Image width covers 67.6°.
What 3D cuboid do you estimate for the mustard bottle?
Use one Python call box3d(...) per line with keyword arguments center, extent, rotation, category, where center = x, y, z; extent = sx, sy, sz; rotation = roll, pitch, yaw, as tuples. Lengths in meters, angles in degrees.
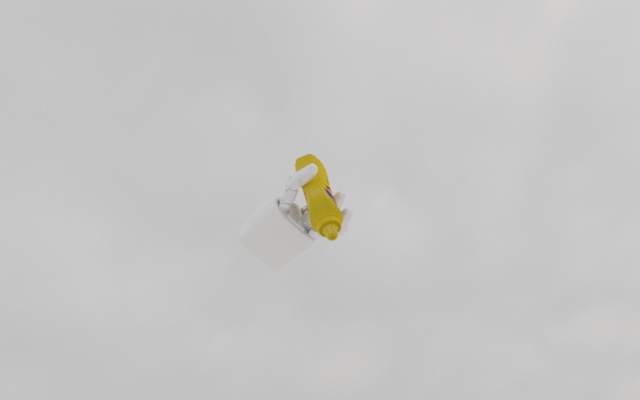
box3d(center=(0.000, 0.003, 0.866), extent=(0.058, 0.096, 0.191), rotation=(-21, 40, 3), category="mustard bottle")
